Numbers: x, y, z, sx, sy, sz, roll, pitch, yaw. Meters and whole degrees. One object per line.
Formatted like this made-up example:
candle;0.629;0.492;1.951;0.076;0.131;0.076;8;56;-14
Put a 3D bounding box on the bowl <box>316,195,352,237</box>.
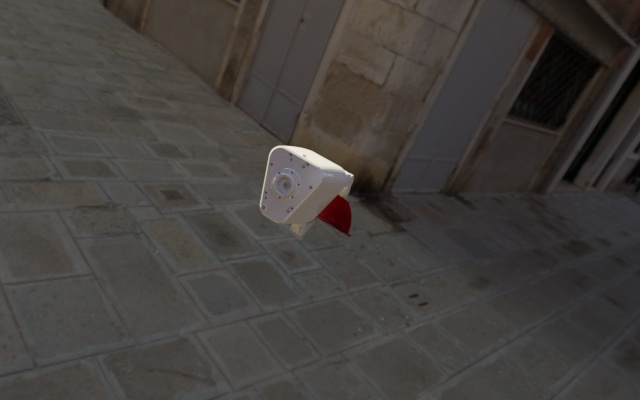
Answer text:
bowl;0.000;0.003;0.885;0.162;0.055;0.162;31;-2;1
